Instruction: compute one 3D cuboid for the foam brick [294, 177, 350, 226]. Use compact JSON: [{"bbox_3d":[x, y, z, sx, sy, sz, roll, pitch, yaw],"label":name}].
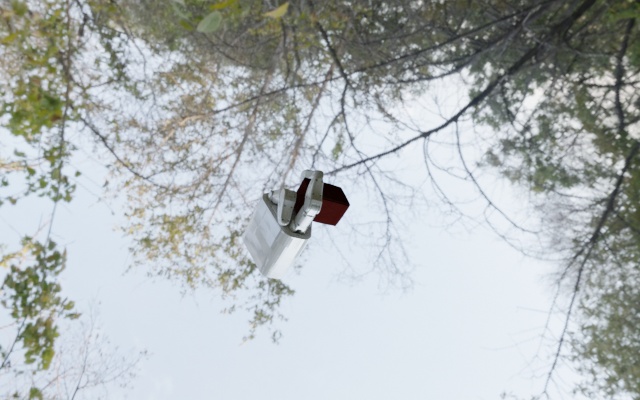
[{"bbox_3d":[0.000,0.003,0.815,0.078,0.051,0.053,14,32,-27],"label":"foam brick"}]
